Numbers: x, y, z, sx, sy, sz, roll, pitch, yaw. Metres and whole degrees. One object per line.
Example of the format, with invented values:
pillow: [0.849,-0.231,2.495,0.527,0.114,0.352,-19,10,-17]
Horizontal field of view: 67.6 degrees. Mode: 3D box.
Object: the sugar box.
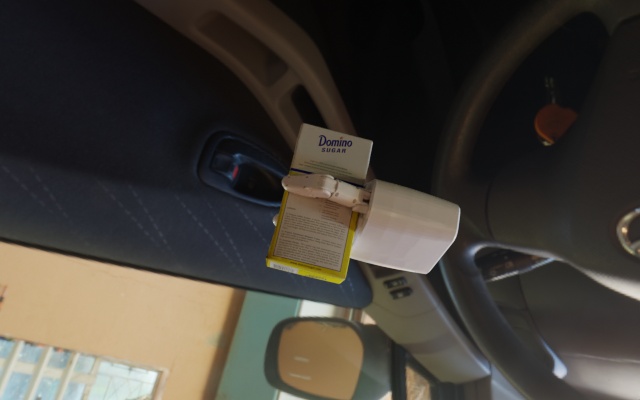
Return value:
sugar box: [0.000,0.002,0.575,0.093,0.176,0.048,15,-21,-3]
